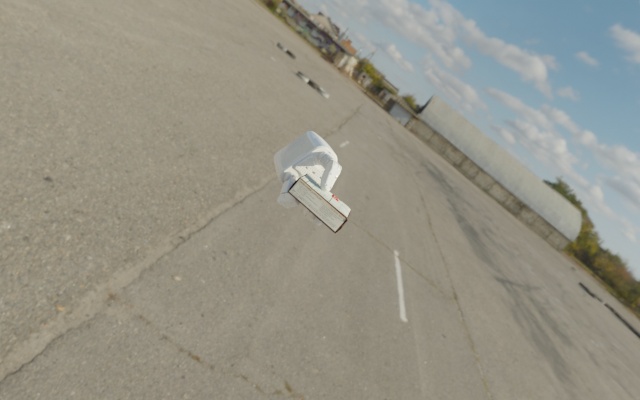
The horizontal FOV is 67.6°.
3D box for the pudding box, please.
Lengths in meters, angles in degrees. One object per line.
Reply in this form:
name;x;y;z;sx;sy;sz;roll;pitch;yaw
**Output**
pudding box;0.000;0.003;0.848;0.113;0.039;0.090;39;11;1
